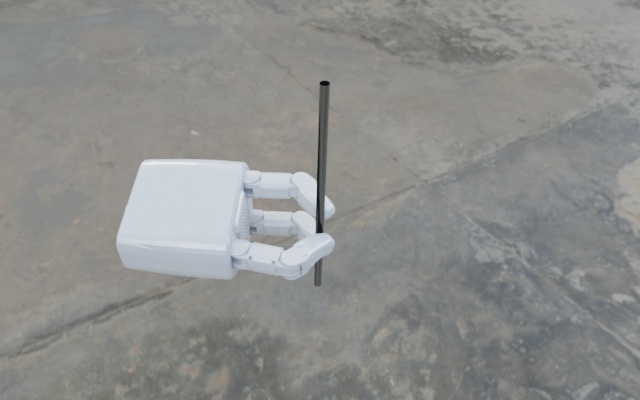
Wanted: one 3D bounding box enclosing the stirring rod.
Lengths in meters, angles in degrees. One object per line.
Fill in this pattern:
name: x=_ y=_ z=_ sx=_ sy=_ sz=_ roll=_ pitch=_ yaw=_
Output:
stirring rod: x=0.000 y=0.002 z=0.437 sx=0.011 sy=0.240 sz=0.011 roll=1 pitch=42 yaw=-1
